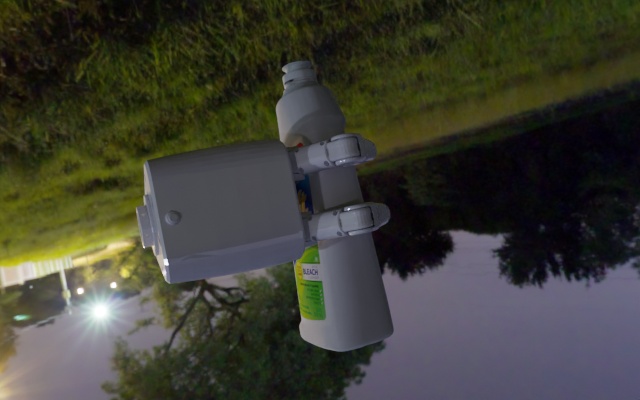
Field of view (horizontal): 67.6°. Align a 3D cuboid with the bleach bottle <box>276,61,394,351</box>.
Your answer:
[{"bbox_3d":[0.000,0.001,0.438,0.068,0.251,0.102,-10,-3,-23],"label":"bleach bottle"}]
